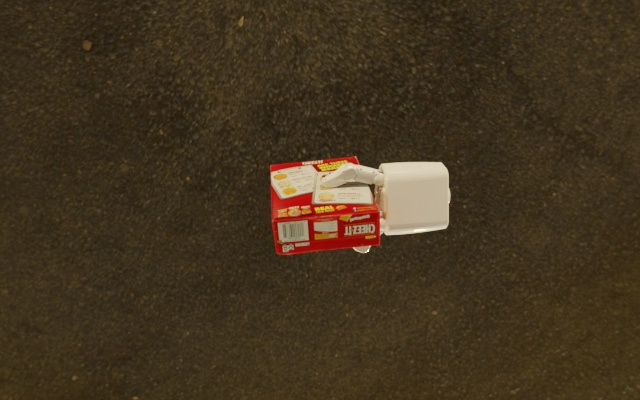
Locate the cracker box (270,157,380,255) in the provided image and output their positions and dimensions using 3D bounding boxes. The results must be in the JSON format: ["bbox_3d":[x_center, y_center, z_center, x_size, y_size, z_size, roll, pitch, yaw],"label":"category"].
[{"bbox_3d":[0.000,0.003,0.811,0.164,0.072,0.213,-6,27,-4],"label":"cracker box"}]
